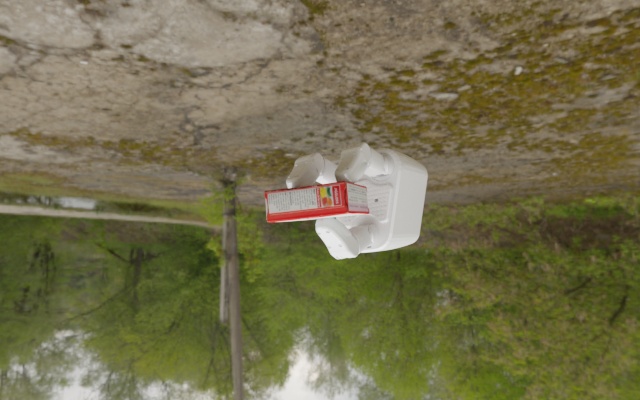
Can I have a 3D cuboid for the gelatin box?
[{"bbox_3d":[0.000,0.002,0.436,0.073,0.030,0.089,-6,-3,17],"label":"gelatin box"}]
